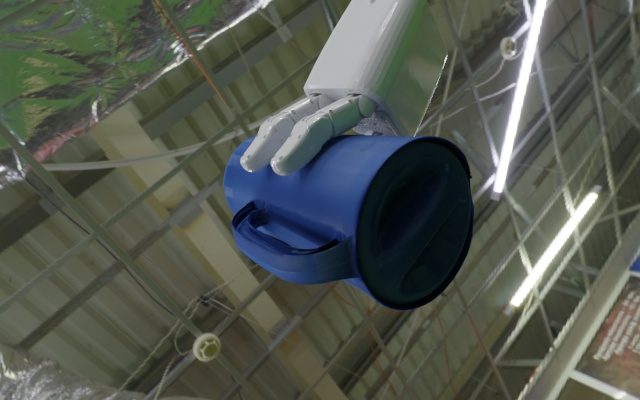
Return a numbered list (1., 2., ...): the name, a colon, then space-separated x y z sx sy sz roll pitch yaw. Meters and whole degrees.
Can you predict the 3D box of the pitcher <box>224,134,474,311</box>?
1. pitcher: 0.000 0.001 0.439 0.149 0.145 0.243 30 -9 -38
